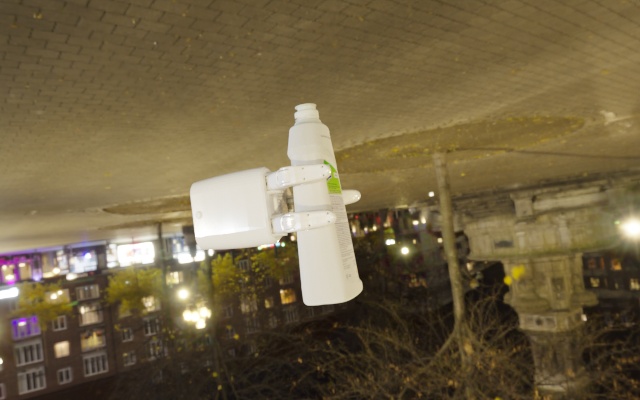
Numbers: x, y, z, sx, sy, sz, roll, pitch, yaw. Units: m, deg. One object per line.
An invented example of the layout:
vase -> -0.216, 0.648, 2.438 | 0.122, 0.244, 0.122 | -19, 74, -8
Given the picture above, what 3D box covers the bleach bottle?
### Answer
bleach bottle -> 0.000, 0.002, 0.621 | 0.068, 0.251, 0.102 | -9, -4, 15
